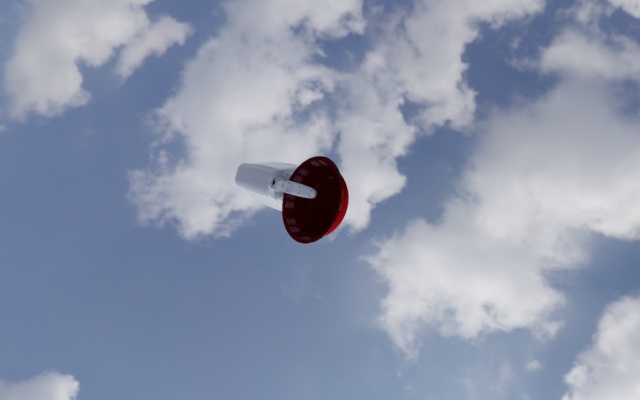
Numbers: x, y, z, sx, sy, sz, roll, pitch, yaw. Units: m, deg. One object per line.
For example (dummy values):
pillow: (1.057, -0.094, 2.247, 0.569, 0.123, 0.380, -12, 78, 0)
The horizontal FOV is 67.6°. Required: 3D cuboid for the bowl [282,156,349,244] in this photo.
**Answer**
bowl: (0.001, 0.004, 0.875, 0.055, 0.162, 0.162, 16, -11, -41)
